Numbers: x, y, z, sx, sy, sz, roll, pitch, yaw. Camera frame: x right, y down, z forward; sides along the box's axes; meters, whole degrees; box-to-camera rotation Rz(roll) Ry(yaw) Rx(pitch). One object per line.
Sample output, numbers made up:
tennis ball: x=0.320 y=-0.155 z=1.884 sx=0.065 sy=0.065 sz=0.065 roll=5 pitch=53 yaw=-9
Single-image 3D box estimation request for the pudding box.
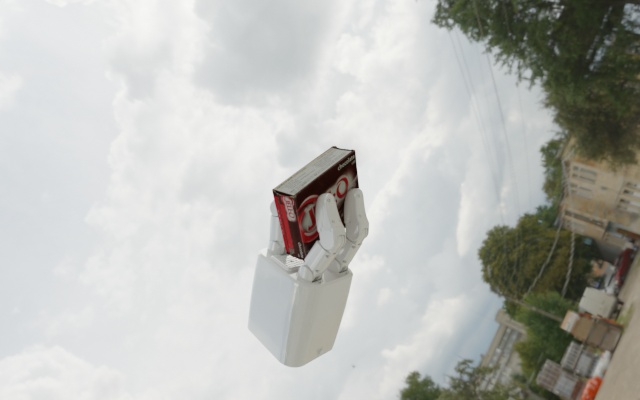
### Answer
pudding box: x=0.000 y=0.002 z=0.549 sx=0.039 sy=0.090 sz=0.113 roll=17 pitch=41 yaw=33
